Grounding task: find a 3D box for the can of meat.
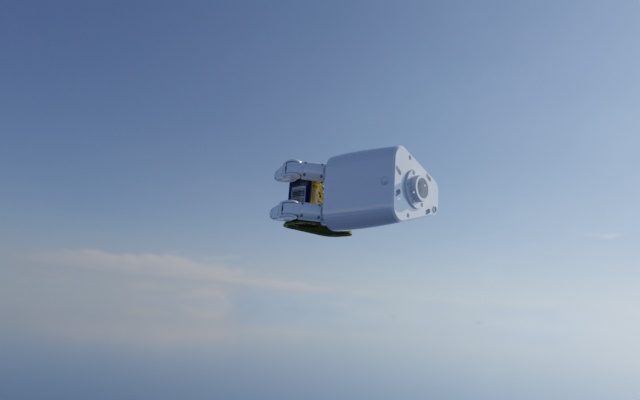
[{"bbox_3d":[0.000,0.002,0.675,0.102,0.084,0.057,16,-17,-42],"label":"can of meat"}]
